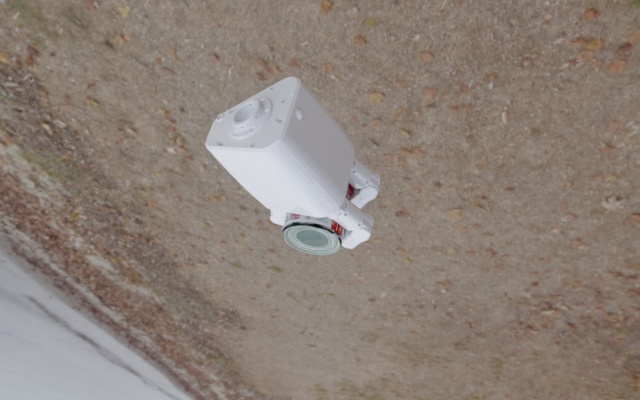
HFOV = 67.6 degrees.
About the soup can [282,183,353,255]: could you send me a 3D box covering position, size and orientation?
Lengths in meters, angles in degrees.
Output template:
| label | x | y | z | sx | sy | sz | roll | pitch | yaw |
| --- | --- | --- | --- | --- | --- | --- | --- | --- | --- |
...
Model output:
| label | x | y | z | sx | sy | sz | roll | pitch | yaw |
| --- | --- | --- | --- | --- | --- | --- | --- | --- | --- |
| soup can | 0.000 | 0.002 | 0.542 | 0.068 | 0.102 | 0.068 | 9 | -32 | 6 |
